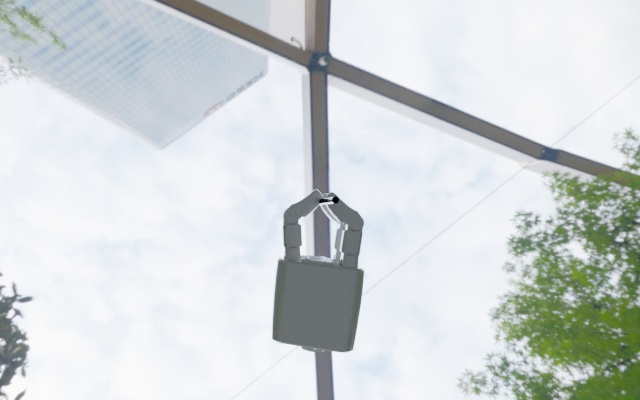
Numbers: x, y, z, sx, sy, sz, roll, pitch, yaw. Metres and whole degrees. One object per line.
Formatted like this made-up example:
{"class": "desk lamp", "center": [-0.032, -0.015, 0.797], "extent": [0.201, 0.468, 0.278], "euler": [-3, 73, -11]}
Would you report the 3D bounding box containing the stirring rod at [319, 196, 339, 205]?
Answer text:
{"class": "stirring rod", "center": [0.000, 0.002, 0.636], "extent": [0.011, 0.011, 0.239], "euler": [0, -1, -8]}
